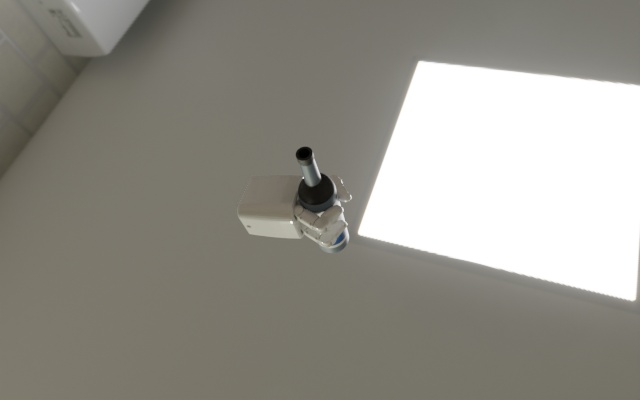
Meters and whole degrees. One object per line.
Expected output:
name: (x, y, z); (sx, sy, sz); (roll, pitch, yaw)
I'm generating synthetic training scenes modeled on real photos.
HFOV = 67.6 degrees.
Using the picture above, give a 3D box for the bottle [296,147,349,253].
bottle: (0.000, 0.003, 0.865); (0.069, 0.069, 0.296); (0, -31, 12)
